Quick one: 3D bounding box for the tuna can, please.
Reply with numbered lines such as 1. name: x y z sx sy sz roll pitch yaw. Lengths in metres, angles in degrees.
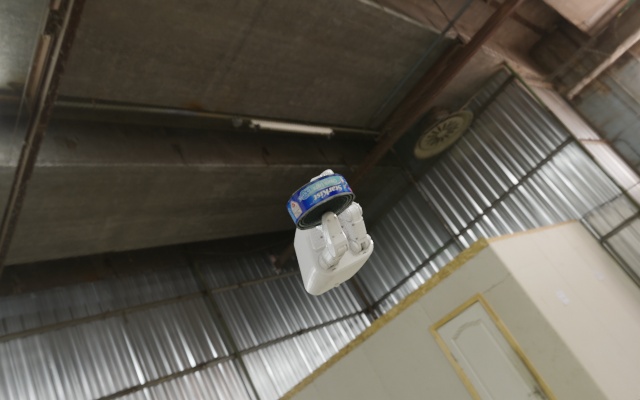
1. tuna can: 0.000 0.002 0.620 0.086 0.033 0.086 -26 -18 -9
